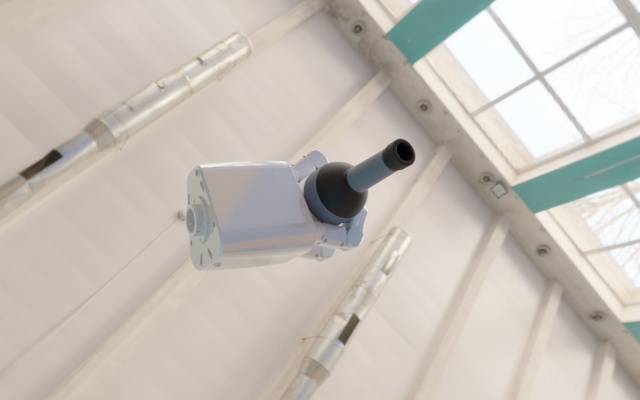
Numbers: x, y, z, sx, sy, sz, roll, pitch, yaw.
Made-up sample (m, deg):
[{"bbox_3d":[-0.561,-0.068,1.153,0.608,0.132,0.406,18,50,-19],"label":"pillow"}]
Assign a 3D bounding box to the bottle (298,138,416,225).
[{"bbox_3d":[0.000,0.002,0.552,0.069,0.069,0.296,0,-18,-33],"label":"bottle"}]
